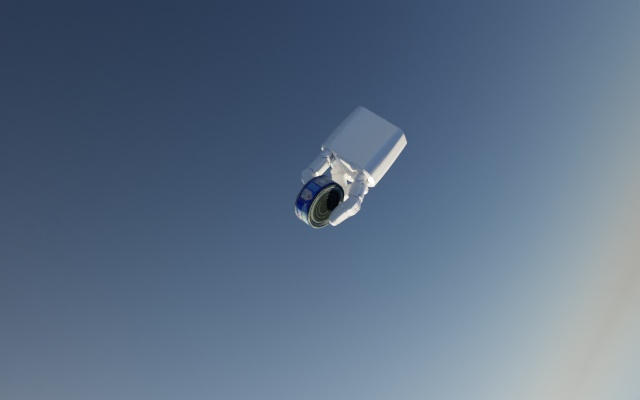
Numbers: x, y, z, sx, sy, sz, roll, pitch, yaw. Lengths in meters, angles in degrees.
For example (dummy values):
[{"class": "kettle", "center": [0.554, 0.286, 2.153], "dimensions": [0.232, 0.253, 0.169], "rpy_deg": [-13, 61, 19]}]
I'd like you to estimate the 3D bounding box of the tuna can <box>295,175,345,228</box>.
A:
[{"class": "tuna can", "center": [0.000, 0.003, 0.797], "dimensions": [0.033, 0.086, 0.086], "rpy_deg": [34, 21, 35]}]
